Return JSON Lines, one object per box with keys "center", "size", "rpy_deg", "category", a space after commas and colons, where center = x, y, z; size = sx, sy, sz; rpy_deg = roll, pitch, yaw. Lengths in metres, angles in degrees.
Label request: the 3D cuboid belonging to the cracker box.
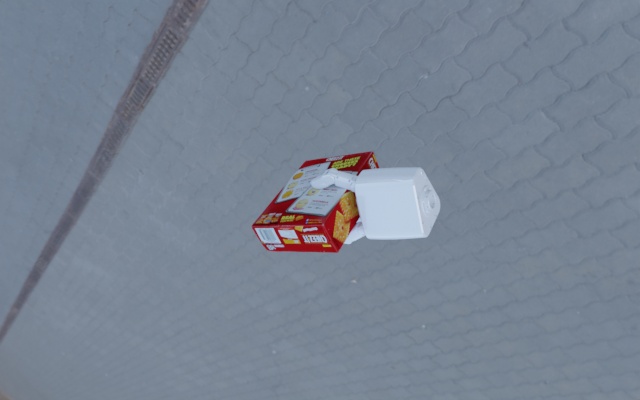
{"center": [0.000, 0.003, 0.881], "size": [0.164, 0.072, 0.213], "rpy_deg": [-4, 35, 37], "category": "cracker box"}
